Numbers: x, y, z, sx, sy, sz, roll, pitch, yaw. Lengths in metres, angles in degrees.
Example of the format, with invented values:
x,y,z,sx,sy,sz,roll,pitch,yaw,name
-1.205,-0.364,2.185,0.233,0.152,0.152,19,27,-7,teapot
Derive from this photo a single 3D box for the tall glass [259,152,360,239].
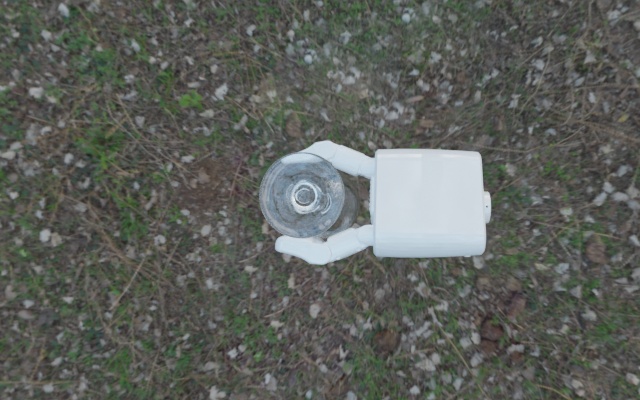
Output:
x,y,z,sx,sy,sz,roll,pitch,yaw,name
0.000,0.002,0.504,0.079,0.079,0.201,0,-4,9,tall glass
